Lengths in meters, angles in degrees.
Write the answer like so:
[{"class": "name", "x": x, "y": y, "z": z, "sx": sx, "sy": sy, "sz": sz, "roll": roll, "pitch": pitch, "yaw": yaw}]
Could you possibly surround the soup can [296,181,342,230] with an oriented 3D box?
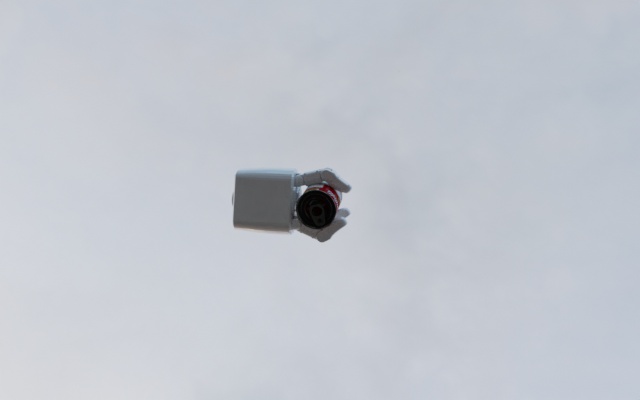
[{"class": "soup can", "x": 0.001, "y": 0.003, "z": 0.831, "sx": 0.068, "sy": 0.068, "sz": 0.102, "roll": 0, "pitch": 15, "yaw": 9}]
